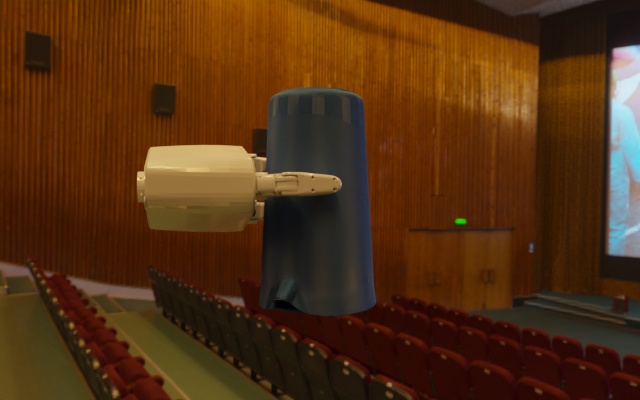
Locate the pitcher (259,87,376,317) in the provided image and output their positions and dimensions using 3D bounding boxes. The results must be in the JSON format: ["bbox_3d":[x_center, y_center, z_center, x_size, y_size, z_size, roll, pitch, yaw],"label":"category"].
[{"bbox_3d":[0.000,0.002,0.553,0.145,0.243,0.149,0,1,-18],"label":"pitcher"}]
